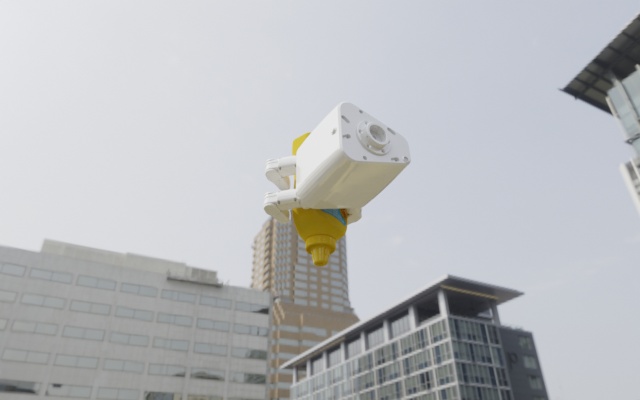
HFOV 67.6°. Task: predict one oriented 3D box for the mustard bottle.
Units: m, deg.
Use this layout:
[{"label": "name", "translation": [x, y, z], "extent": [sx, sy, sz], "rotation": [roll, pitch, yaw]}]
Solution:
[{"label": "mustard bottle", "translation": [0.000, 0.002, 0.675], "extent": [0.058, 0.191, 0.096], "rotation": [-22, -38, 30]}]
